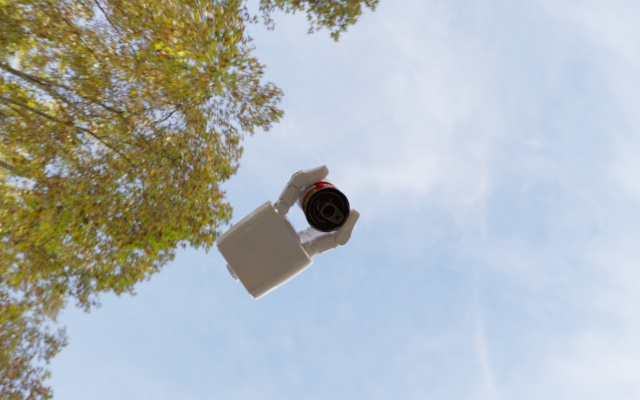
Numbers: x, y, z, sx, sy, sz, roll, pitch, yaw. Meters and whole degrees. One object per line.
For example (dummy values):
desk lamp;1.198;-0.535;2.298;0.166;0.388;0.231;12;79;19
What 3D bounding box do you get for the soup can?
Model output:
soup can;0.000;0.002;0.738;0.068;0.068;0.102;0;14;-12
